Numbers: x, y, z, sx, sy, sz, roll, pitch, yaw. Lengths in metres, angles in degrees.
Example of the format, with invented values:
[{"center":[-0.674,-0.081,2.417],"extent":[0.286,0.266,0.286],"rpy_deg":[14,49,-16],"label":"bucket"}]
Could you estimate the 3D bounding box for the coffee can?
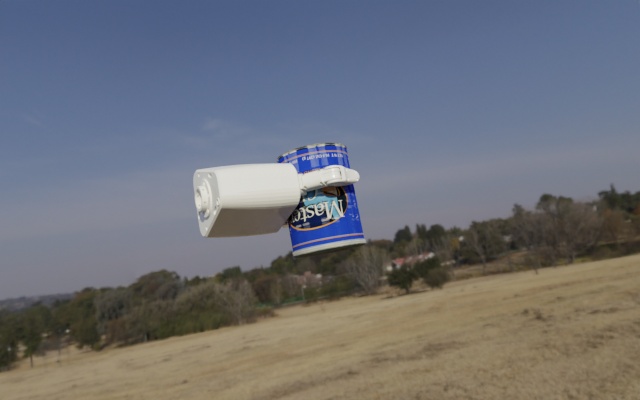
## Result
[{"center":[0.000,0.002,0.671],"extent":[0.103,0.140,0.103],"rpy_deg":[-10,-9,-2],"label":"coffee can"}]
